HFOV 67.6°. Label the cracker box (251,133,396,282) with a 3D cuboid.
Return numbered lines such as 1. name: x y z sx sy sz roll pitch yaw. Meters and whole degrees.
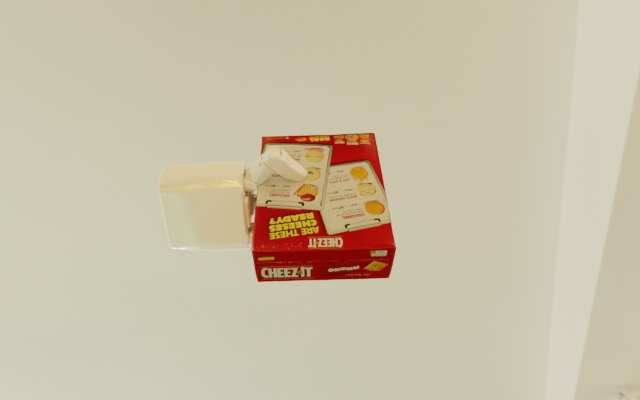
1. cracker box: 0.000 0.002 0.626 0.164 0.213 0.072 -2 -45 -1
